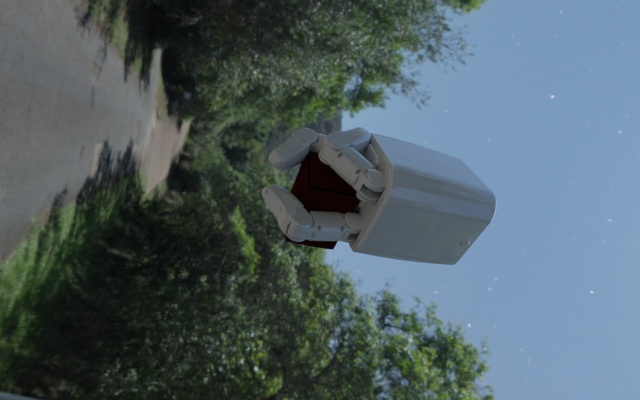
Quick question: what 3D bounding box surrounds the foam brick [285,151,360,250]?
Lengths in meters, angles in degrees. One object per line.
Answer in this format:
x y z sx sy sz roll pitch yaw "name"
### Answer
0.000 0.002 0.461 0.051 0.053 0.078 11 -47 -15 "foam brick"
